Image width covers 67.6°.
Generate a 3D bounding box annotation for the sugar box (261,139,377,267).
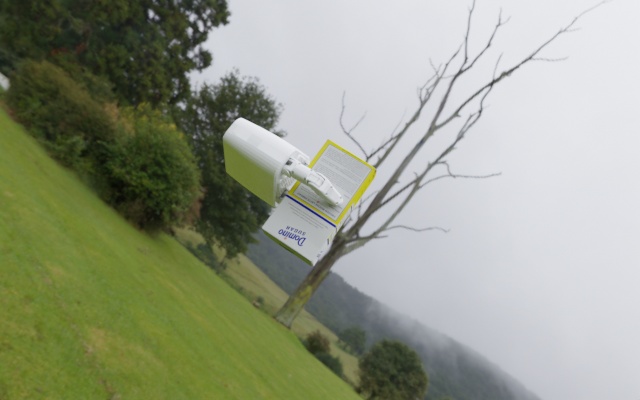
[{"bbox_3d":[0.000,0.002,0.727,0.093,0.176,0.048,33,-13,13],"label":"sugar box"}]
